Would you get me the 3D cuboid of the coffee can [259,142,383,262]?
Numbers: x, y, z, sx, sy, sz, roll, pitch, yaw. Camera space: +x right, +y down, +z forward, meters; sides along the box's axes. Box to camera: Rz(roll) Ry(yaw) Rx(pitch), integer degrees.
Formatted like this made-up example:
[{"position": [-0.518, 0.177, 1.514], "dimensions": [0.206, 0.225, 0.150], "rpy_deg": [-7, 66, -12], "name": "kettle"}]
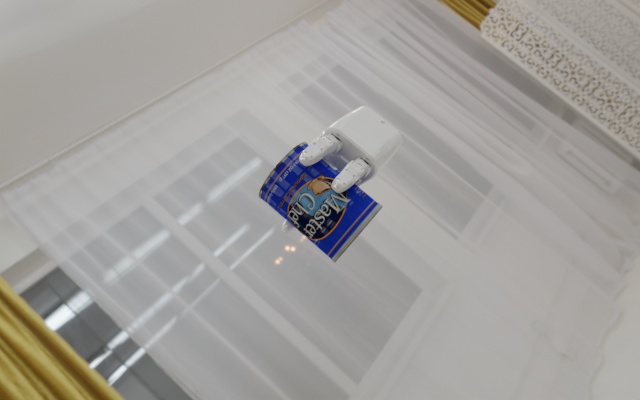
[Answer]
[{"position": [0.000, 0.002, 0.664], "dimensions": [0.140, 0.103, 0.103], "rpy_deg": [40, 5, 6], "name": "coffee can"}]
